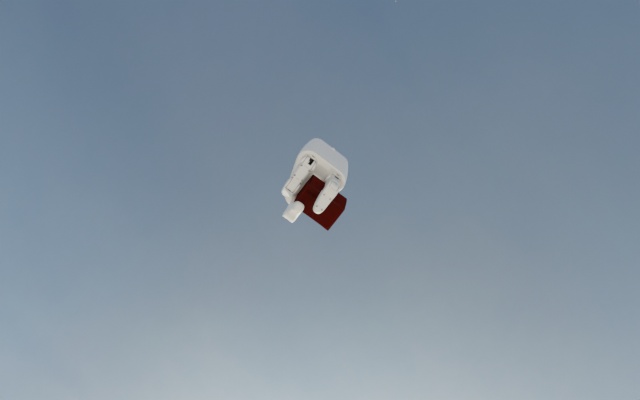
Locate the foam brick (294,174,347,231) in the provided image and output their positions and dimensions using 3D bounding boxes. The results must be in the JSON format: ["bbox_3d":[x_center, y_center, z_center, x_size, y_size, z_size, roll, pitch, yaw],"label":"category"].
[{"bbox_3d":[0.000,0.003,0.833,0.078,0.053,0.051,37,22,-7],"label":"foam brick"}]
